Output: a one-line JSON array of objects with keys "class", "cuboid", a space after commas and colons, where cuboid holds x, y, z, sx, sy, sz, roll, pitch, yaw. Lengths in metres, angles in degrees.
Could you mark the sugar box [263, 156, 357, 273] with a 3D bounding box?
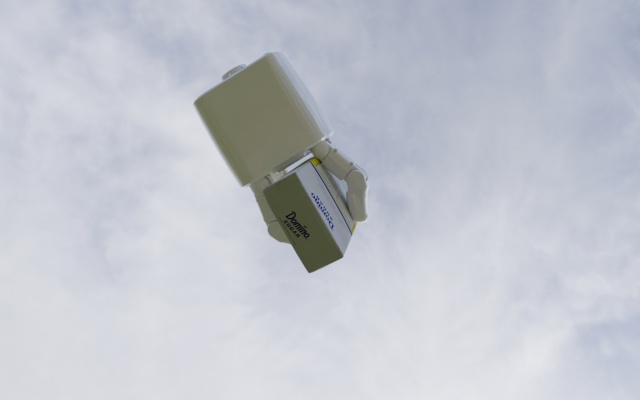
[{"class": "sugar box", "cuboid": [0.000, 0.002, 0.517, 0.048, 0.093, 0.176, -27, 6, 19]}]
